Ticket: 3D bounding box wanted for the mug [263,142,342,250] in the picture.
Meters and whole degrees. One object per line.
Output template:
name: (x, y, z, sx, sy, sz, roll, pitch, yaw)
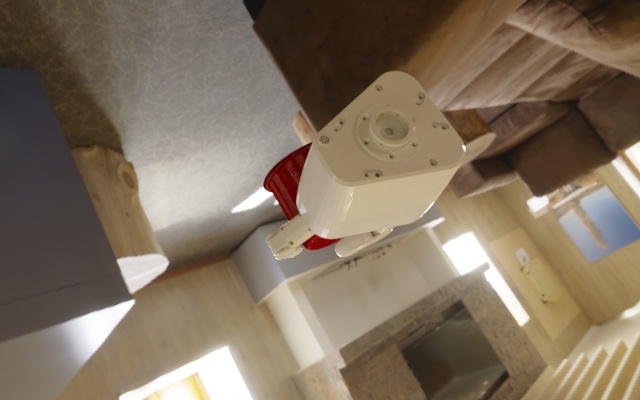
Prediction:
mug: (0.000, 0.002, 0.498, 0.093, 0.081, 0.117, -27, -17, -16)
